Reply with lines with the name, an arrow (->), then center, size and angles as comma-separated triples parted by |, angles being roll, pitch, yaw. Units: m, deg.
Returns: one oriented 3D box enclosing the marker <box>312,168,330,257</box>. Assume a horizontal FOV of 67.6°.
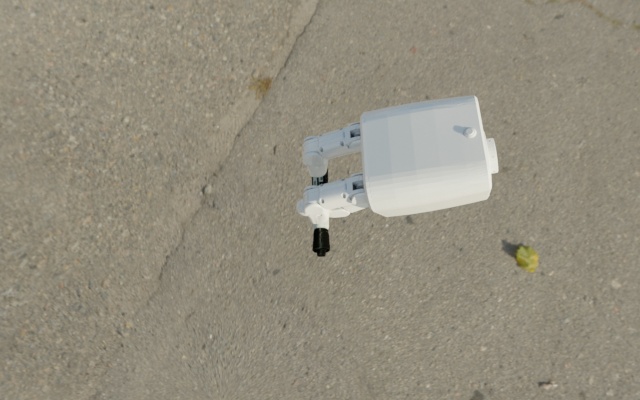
marker -> 0.000, 0.002, 0.517 | 0.020, 0.121, 0.020 | -1, -23, 0
